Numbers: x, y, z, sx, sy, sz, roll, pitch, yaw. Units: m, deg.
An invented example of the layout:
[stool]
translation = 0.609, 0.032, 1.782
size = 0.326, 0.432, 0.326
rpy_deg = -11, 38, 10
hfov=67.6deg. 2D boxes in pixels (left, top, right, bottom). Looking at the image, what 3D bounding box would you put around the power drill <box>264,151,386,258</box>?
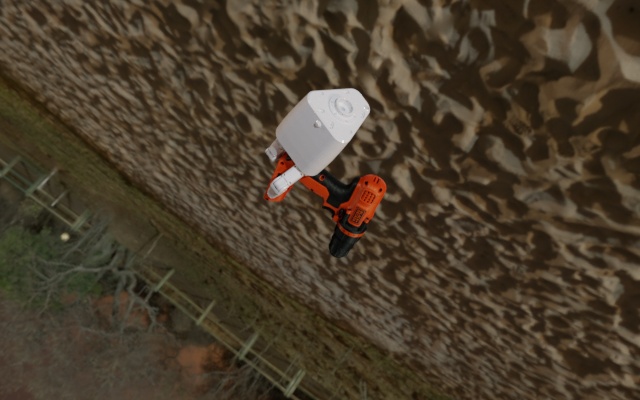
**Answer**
[power drill]
translation = 0.000, 0.002, 0.837
size = 0.187, 0.184, 0.057
rpy_deg = 26, 34, 0
